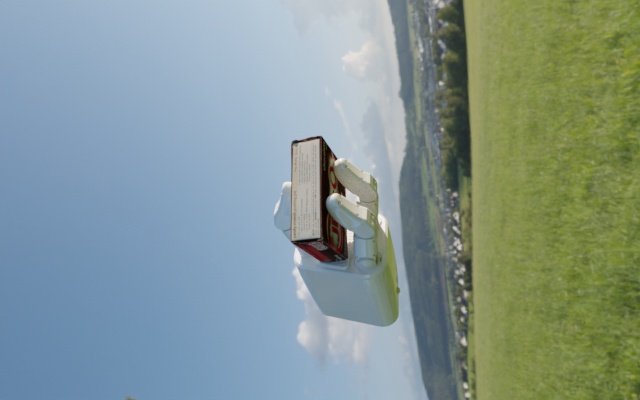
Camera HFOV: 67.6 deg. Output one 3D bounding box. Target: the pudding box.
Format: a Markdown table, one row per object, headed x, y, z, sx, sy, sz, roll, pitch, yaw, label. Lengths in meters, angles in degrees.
| x | y | z | sx | sy | sz | roll | pitch | yaw | label |
| --- | --- | --- | --- | --- | --- | --- | --- | --- | --- |
| 0.000 | 0.002 | 0.507 | 0.039 | 0.113 | 0.090 | -9 | -21 | 15 | pudding box |
